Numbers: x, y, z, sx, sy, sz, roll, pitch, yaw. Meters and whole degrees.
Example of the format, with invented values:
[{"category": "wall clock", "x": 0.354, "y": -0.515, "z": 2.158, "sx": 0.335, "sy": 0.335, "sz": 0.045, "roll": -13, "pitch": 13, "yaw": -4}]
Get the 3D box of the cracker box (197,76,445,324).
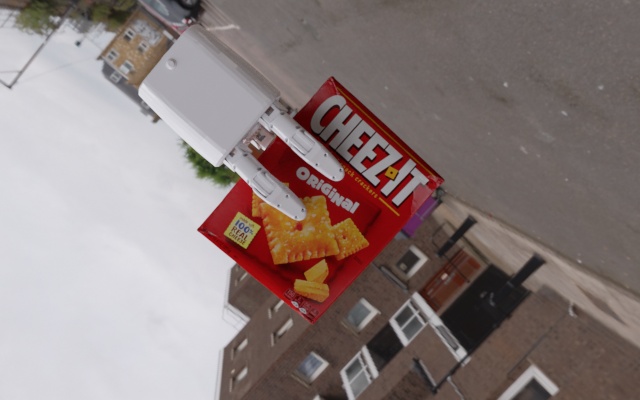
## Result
[{"category": "cracker box", "x": 0.000, "y": 0.002, "z": 0.521, "sx": 0.164, "sy": 0.214, "sz": 0.072, "roll": 41, "pitch": 5, "yaw": -6}]
